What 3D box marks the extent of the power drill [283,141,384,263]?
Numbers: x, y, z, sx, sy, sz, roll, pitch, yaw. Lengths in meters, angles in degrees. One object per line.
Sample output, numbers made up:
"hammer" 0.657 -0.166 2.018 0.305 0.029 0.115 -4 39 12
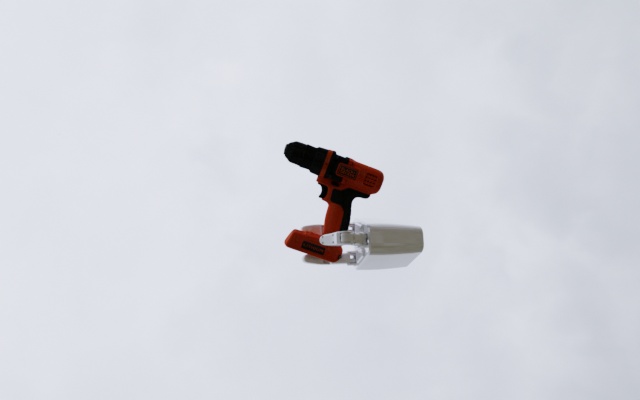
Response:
"power drill" 0.000 0.003 0.850 0.184 0.187 0.057 20 7 0
